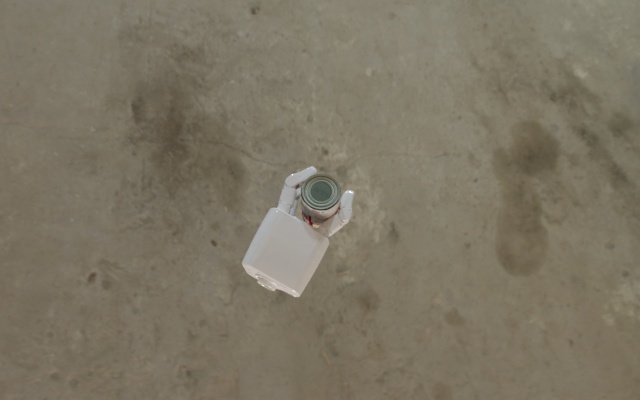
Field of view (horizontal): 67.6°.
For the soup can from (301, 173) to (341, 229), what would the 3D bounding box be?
[{"bbox_3d":[0.000,0.002,0.827,0.068,0.068,0.102,0,-21,-1],"label":"soup can"}]
